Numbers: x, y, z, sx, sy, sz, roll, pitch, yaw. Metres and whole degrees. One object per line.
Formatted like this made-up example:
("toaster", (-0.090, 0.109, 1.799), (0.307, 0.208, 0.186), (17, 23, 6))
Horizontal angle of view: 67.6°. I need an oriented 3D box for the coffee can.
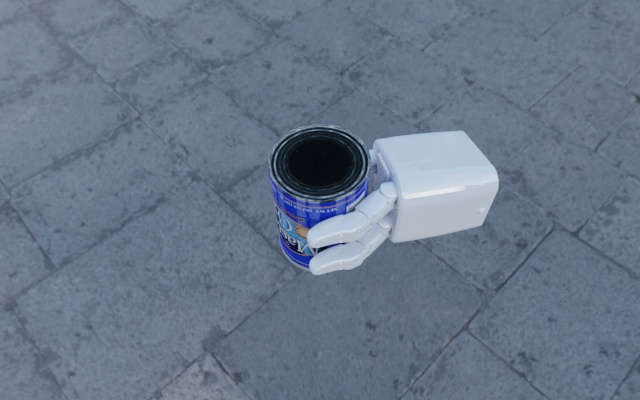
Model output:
("coffee can", (0.000, 0.002, 0.527), (0.103, 0.102, 0.140), (0, -37, 1))
